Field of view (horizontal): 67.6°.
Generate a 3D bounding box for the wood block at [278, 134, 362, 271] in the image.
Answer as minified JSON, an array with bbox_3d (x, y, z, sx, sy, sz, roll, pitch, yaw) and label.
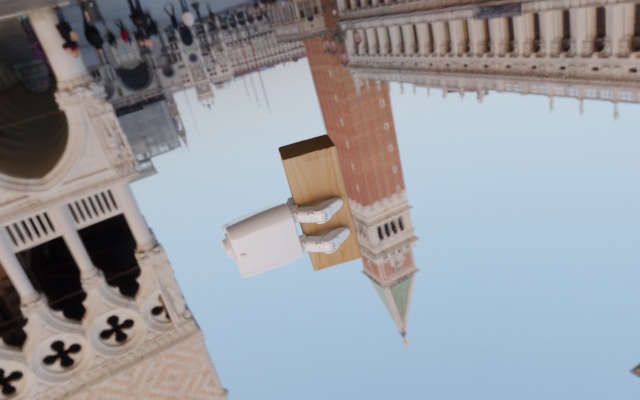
[{"bbox_3d":[0.000,0.003,0.823,0.090,0.206,0.090,-16,22,-4],"label":"wood block"}]
